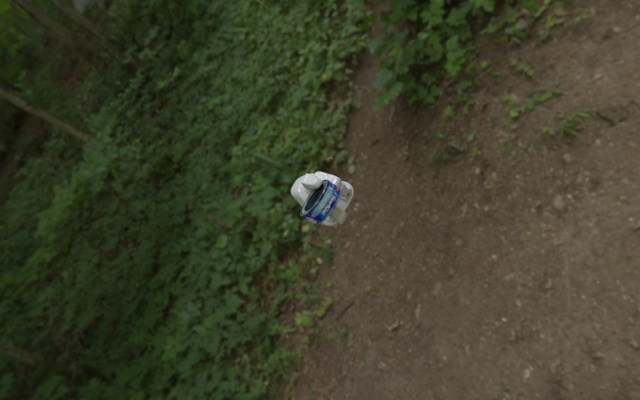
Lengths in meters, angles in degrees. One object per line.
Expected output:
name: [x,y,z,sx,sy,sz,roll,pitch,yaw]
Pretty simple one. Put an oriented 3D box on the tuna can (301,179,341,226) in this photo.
tuna can: [0.000,0.003,0.892,0.034,0.086,0.086,35,-10,-15]
